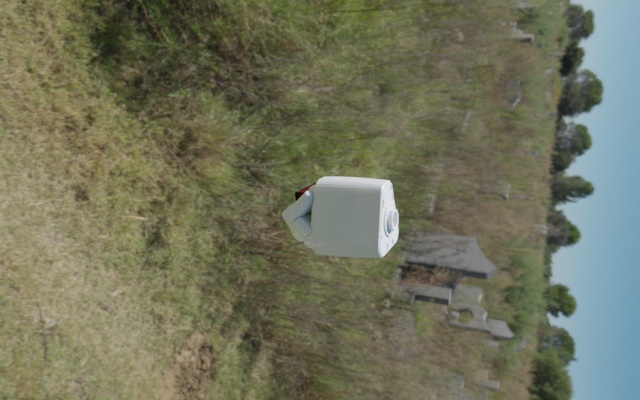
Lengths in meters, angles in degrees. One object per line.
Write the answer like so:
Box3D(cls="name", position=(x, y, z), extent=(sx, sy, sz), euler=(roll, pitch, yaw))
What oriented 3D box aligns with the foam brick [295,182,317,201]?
Box3D(cls="foam brick", position=(0.000, 0.002, 0.790), extent=(0.051, 0.053, 0.078), euler=(0, 16, 26))
